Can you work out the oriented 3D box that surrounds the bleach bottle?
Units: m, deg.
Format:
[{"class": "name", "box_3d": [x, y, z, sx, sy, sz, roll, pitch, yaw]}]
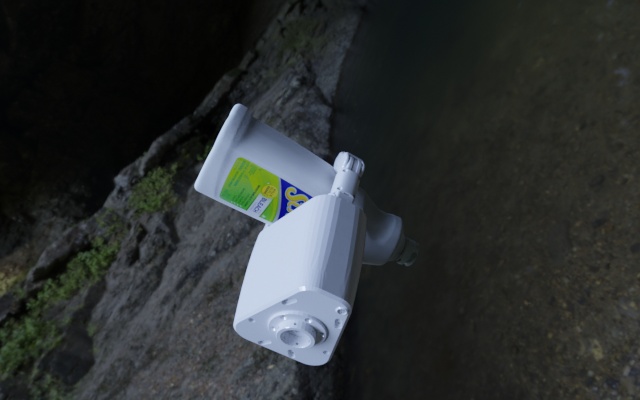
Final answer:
[{"class": "bleach bottle", "box_3d": [0.000, 0.002, 0.512, 0.251, 0.068, 0.103, 27, -48, -13]}]
